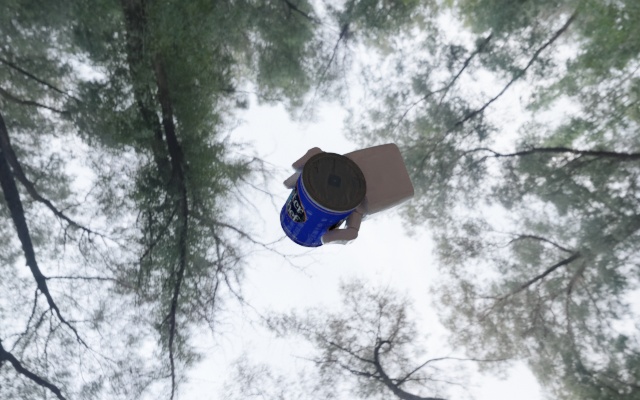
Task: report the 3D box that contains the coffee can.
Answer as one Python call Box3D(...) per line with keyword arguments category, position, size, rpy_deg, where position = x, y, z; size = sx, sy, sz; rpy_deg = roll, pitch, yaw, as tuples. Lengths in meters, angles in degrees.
Box3D(category="coffee can", position=(0.000, 0.003, 0.769), size=(0.103, 0.102, 0.140), rpy_deg=(0, -28, -21))
